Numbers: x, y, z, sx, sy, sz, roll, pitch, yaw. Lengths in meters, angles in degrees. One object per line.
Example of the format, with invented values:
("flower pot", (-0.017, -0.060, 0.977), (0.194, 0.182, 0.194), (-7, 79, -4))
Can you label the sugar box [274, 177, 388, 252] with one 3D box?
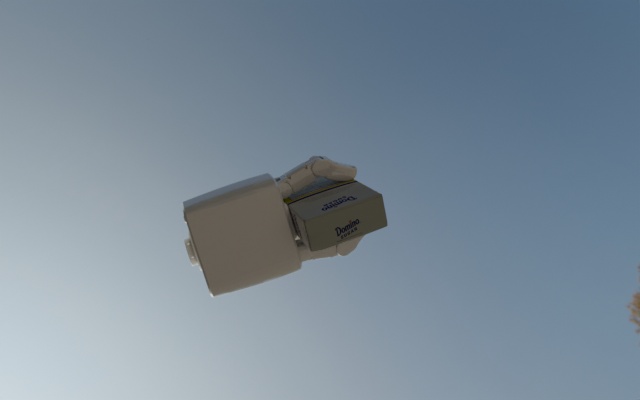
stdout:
("sugar box", (0.000, 0.002, 0.578), (0.093, 0.048, 0.176), (-18, 23, -13))
